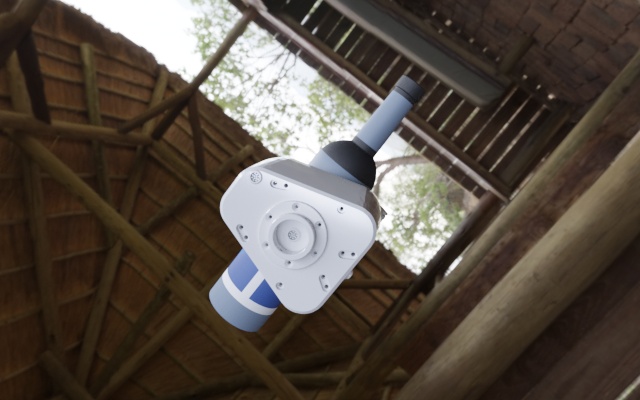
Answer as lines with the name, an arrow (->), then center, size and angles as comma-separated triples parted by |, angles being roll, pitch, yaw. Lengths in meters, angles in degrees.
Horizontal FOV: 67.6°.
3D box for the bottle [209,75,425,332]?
bottle -> 0.000, 0.002, 0.482 | 0.069, 0.296, 0.069 | 37, 10, -7
